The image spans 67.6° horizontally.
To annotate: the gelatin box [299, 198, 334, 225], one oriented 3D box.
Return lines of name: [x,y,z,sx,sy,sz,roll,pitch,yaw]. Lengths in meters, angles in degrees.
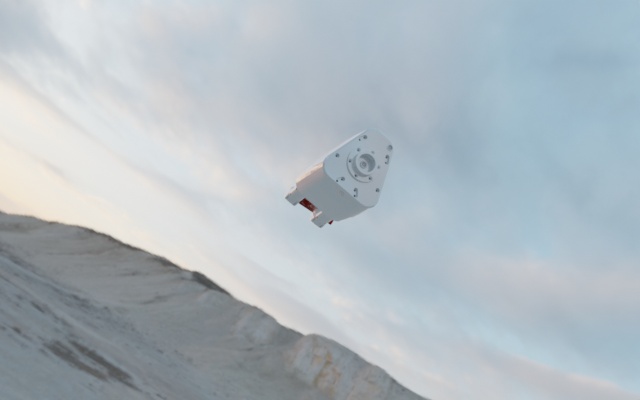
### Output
gelatin box: [0.000,0.002,0.808,0.073,0.030,0.089,34,-16,2]
